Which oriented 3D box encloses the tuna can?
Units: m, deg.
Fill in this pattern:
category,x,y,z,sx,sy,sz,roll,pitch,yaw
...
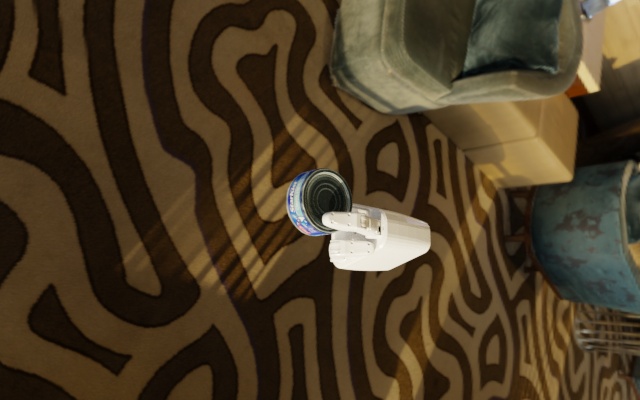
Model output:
category,x,y,z,sx,sy,sz,roll,pitch,yaw
tuna can,0.000,0.002,0.614,0.086,0.086,0.034,0,-7,-38
